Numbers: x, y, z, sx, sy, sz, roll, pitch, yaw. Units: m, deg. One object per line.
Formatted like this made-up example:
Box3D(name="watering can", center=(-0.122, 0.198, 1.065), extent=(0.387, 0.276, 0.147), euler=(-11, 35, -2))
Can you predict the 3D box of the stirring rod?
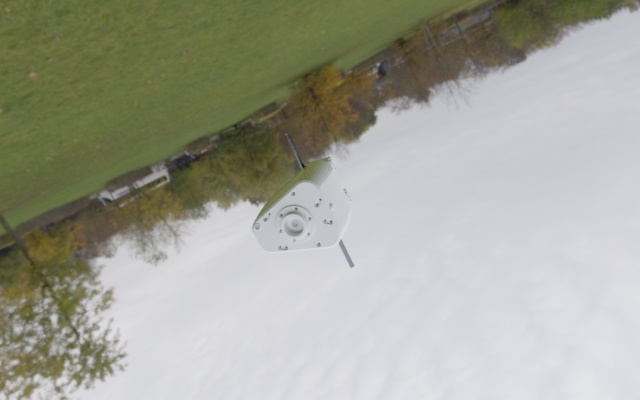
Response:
Box3D(name="stirring rod", center=(0.000, 0.002, 0.758), extent=(0.011, 0.239, 0.011), euler=(-25, 11, 5))
